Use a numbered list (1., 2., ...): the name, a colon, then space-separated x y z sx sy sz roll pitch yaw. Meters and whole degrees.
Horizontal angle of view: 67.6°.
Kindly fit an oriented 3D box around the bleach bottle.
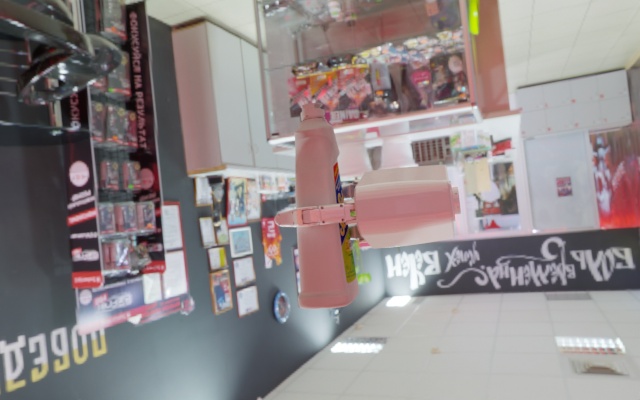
1. bleach bottle: 0.000 0.002 0.605 0.068 0.251 0.102 -7 -1 14
